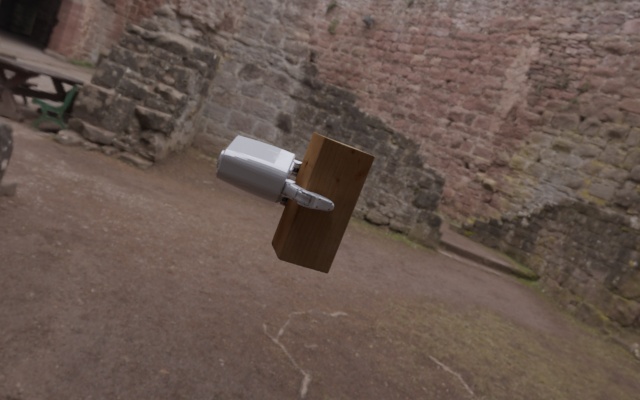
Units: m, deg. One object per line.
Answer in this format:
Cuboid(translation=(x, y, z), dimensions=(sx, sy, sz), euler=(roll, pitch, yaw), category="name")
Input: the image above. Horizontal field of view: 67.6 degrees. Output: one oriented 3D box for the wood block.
Cuboid(translation=(0.000, 0.002, 0.793), dimensions=(0.090, 0.206, 0.090), euler=(19, 8, -17), category="wood block")
